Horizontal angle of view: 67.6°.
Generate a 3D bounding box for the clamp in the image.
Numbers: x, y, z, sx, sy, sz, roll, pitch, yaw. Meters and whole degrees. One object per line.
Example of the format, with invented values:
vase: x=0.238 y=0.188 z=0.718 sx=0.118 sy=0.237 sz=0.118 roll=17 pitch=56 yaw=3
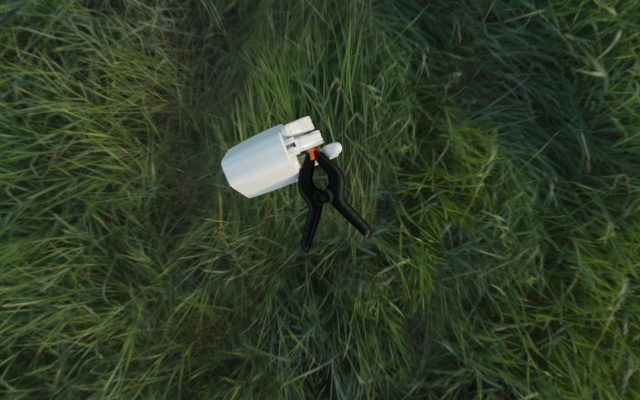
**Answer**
clamp: x=0.000 y=0.002 z=0.784 sx=0.120 sy=0.171 sz=0.039 roll=-23 pitch=-2 yaw=8
